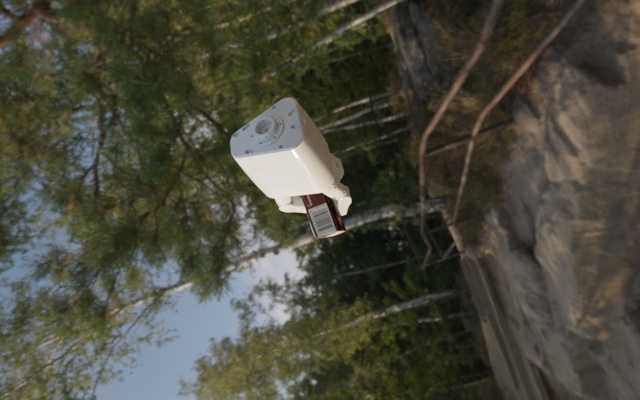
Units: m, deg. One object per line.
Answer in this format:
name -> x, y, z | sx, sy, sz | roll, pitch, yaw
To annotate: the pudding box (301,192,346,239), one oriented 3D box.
pudding box -> 0.000, 0.003, 0.758 | 0.039, 0.113, 0.090 | -19, -7, 11
